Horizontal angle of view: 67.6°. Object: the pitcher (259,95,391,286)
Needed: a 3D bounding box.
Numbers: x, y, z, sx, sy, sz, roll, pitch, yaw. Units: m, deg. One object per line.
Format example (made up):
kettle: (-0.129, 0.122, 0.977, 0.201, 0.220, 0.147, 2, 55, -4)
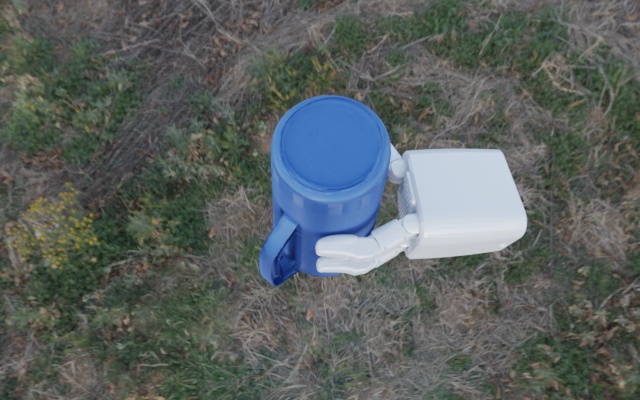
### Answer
pitcher: (0.000, 0.002, 0.524, 0.145, 0.149, 0.243, -3, -21, -2)
